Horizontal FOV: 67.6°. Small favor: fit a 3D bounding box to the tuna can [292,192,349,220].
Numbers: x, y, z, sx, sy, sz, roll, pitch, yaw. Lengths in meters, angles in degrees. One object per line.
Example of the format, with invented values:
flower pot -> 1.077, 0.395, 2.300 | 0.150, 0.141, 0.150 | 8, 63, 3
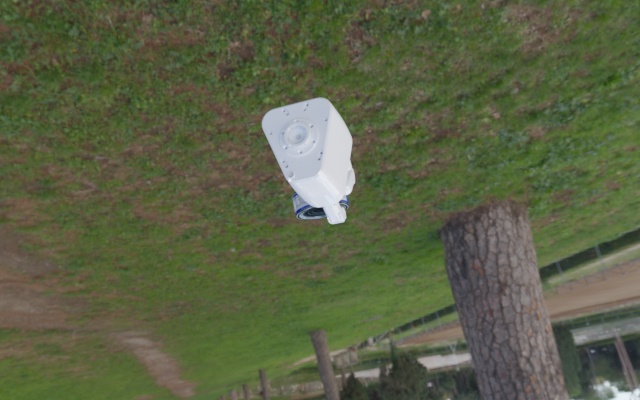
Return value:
tuna can -> 0.000, 0.003, 0.744 | 0.086, 0.033, 0.086 | -11, -16, -3
